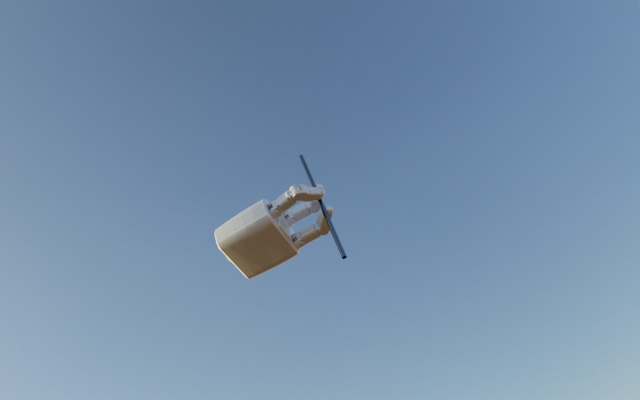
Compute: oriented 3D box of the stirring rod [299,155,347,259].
[{"bbox_3d":[0.000,0.003,0.806,0.011,0.239,0.011,-13,-41,-12],"label":"stirring rod"}]
